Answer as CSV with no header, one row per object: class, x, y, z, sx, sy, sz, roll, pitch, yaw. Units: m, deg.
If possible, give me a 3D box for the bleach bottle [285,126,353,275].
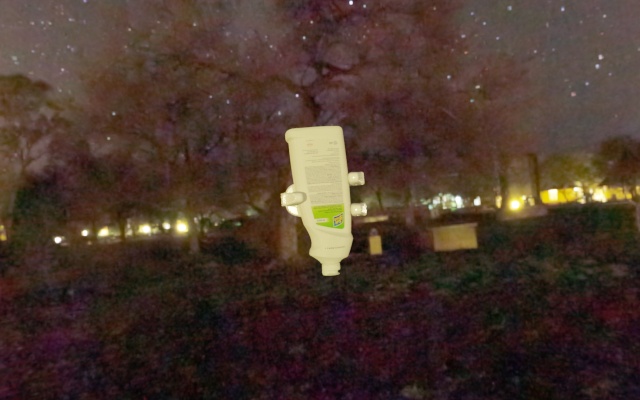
bleach bottle,0.000,0.003,0.823,0.102,0.251,0.068,-5,-2,-5
